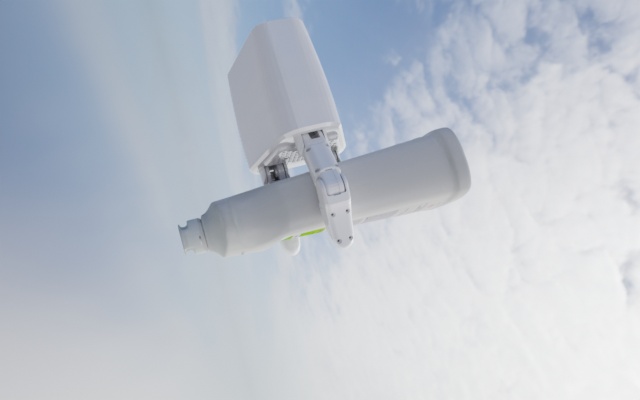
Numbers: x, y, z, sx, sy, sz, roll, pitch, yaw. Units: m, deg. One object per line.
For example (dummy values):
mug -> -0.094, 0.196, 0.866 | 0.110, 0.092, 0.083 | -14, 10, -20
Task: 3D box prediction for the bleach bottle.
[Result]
bleach bottle -> 0.000, 0.001, 0.432 | 0.251, 0.068, 0.102 | -15, -9, -14
